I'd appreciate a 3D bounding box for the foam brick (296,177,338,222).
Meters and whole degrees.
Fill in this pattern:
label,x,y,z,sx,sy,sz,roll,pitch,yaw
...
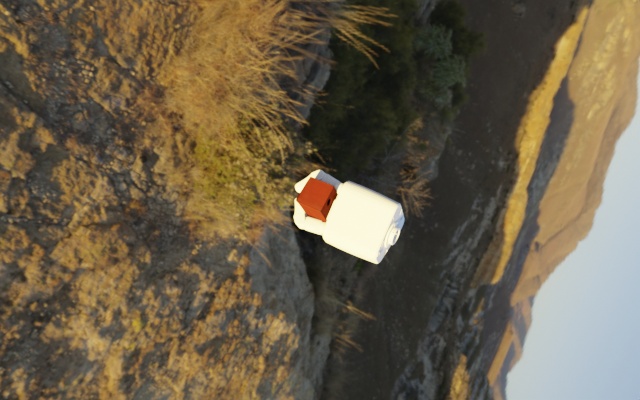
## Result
label,x,y,z,sx,sy,sz,roll,pitch,yaw
foam brick,0.000,0.003,0.850,0.051,0.053,0.078,24,-15,24
